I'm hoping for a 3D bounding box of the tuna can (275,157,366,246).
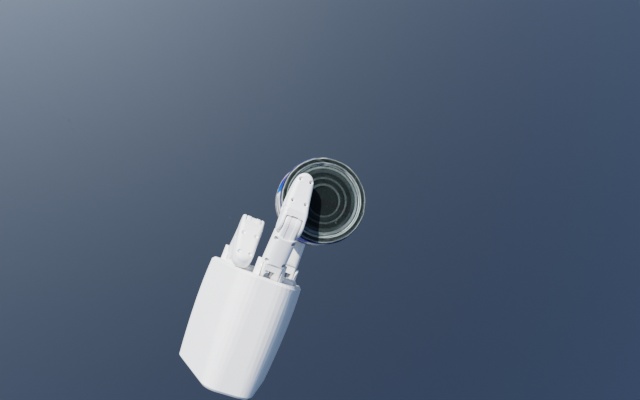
[{"bbox_3d":[0.000,0.001,0.469,0.086,0.086,0.034,0,-7,-13],"label":"tuna can"}]
